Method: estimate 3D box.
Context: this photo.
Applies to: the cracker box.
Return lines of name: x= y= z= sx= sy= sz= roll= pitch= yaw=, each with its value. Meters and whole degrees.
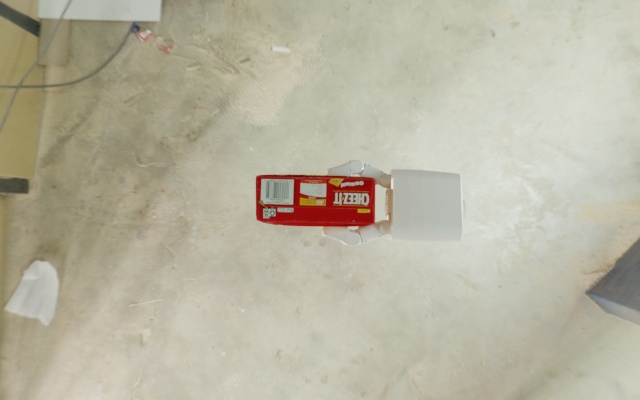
cracker box: x=0.000 y=0.002 z=0.742 sx=0.164 sy=0.072 sz=0.214 roll=1 pitch=-2 yaw=4
